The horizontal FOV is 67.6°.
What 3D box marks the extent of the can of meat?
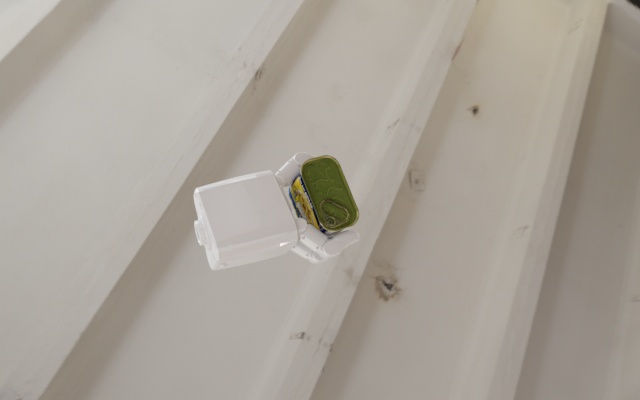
[{"bbox_3d":[0.000,0.002,0.654,0.057,0.102,0.084,-17,-12,-23],"label":"can of meat"}]
